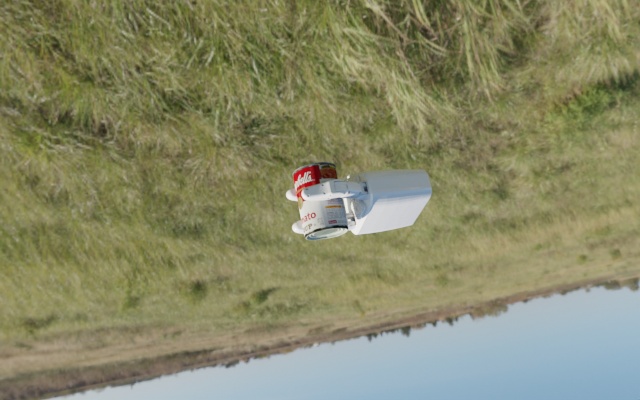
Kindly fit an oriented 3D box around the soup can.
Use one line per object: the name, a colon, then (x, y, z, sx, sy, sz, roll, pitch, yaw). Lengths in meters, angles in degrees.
soup can: (0.000, 0.003, 0.717, 0.068, 0.102, 0.068, -10, -16, -3)
